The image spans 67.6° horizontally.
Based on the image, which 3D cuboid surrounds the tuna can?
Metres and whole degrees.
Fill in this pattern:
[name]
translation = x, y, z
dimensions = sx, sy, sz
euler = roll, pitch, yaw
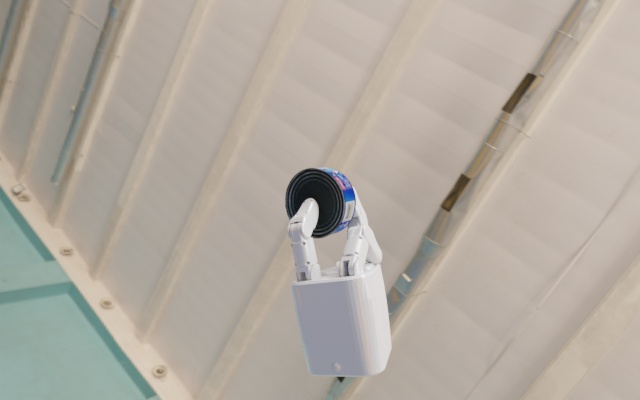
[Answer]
[tuna can]
translation = 0.000, 0.002, 0.589
dimensions = 0.086, 0.086, 0.034
euler = 0, 6, 33
